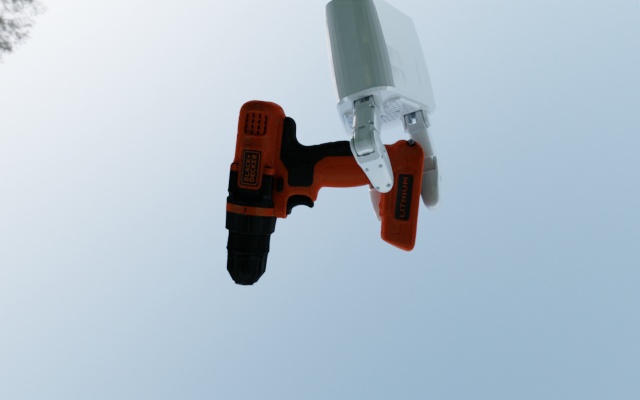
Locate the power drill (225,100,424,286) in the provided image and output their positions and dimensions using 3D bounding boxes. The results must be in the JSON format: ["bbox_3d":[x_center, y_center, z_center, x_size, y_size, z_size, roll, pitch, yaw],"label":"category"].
[{"bbox_3d":[0.001,0.001,0.466,0.187,0.184,0.057,7,6,5],"label":"power drill"}]
